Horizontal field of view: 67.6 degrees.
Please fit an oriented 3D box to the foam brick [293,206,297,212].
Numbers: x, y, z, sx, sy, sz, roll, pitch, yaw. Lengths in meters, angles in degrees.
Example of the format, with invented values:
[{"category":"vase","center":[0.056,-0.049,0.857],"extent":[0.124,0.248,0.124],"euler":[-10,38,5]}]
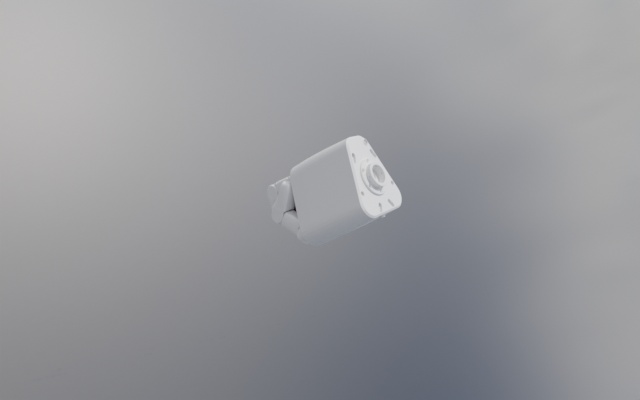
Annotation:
[{"category":"foam brick","center":[0.000,0.002,0.708],"extent":[0.051,0.053,0.078],"euler":[-28,-6,40]}]
